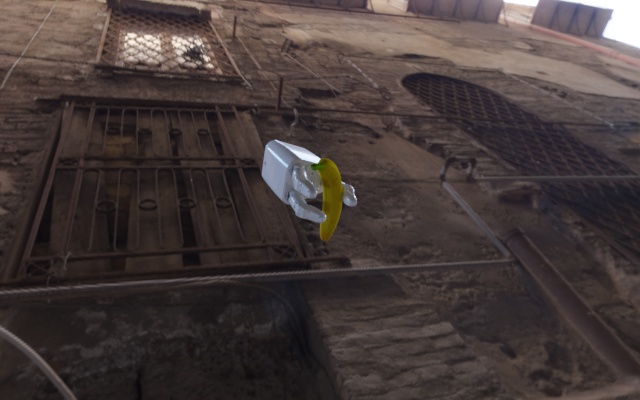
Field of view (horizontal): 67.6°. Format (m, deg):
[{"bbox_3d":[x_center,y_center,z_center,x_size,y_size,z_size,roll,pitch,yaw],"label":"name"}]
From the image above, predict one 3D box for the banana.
[{"bbox_3d":[0.013,-0.010,0.892,0.069,0.198,0.037,-37,49,-27],"label":"banana"}]
